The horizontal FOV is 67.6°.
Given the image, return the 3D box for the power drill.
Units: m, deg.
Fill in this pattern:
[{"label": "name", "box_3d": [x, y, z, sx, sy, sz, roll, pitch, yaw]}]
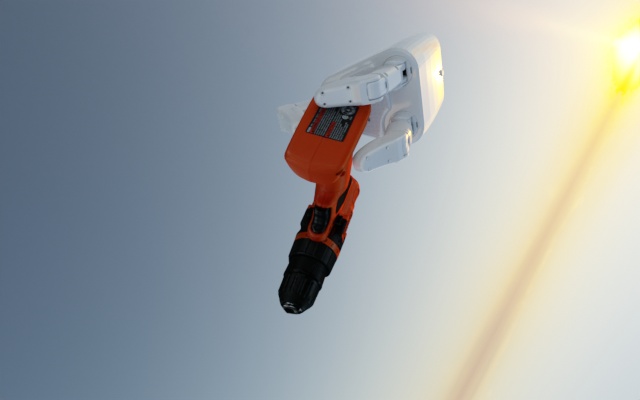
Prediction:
[{"label": "power drill", "box_3d": [0.000, 0.001, 0.480, 0.057, 0.184, 0.188, 16, -36, 8]}]
